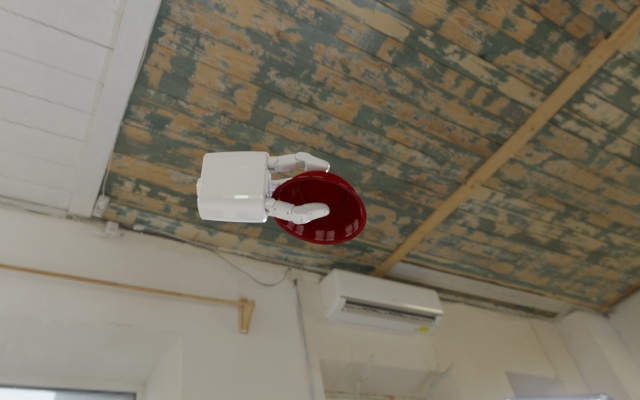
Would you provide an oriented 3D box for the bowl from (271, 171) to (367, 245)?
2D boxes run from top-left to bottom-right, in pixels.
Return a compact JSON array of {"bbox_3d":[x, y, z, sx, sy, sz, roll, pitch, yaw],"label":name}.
[{"bbox_3d":[0.001,0.003,0.800,0.162,0.055,0.162,7,-44,7],"label":"bowl"}]
